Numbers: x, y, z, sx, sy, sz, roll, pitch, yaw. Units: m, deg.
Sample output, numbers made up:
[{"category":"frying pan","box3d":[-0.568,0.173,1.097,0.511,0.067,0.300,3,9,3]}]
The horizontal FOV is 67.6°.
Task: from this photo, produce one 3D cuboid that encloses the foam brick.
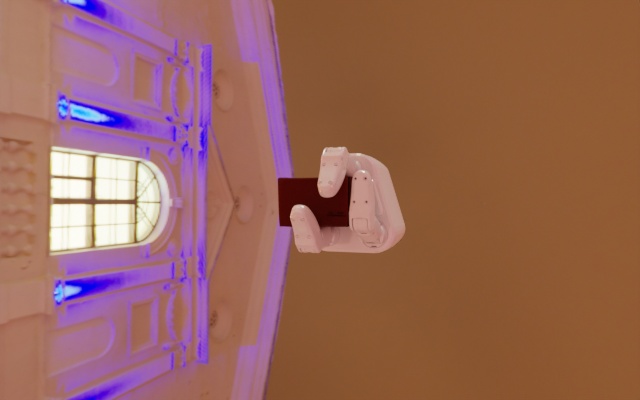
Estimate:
[{"category":"foam brick","box3d":[0.000,0.002,0.508,0.078,0.053,0.051,0,0,19]}]
